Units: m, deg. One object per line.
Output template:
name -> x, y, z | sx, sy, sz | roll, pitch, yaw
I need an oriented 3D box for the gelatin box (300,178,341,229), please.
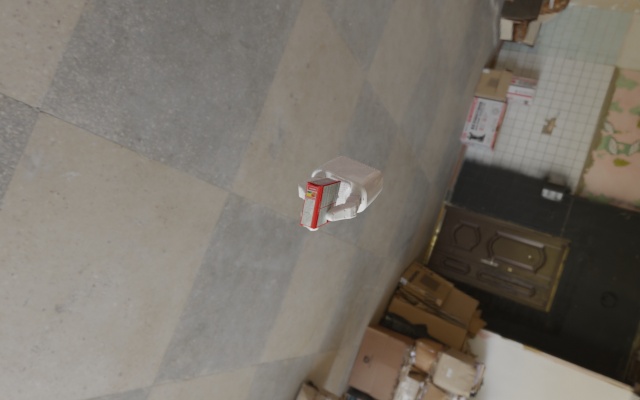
gelatin box -> 0.000, 0.003, 0.797 | 0.030, 0.073, 0.089 | 16, 14, 19
